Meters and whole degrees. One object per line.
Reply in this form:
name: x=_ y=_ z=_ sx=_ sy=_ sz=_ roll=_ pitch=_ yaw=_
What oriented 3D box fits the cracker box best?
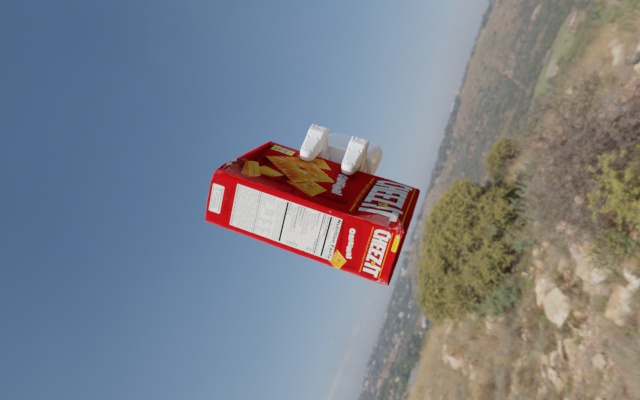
cracker box: x=0.000 y=0.002 z=0.565 sx=0.213 sy=0.072 sz=0.164 roll=18 pitch=22 yaw=11
